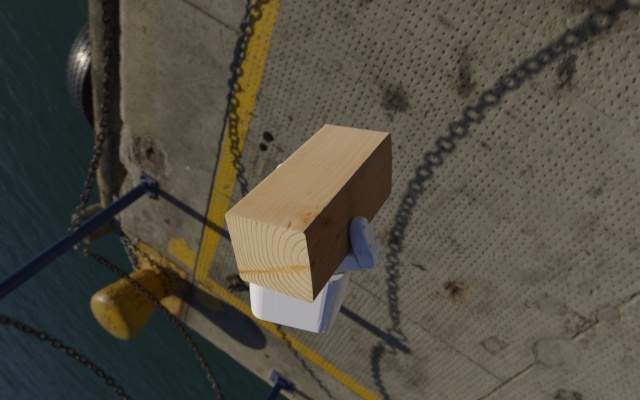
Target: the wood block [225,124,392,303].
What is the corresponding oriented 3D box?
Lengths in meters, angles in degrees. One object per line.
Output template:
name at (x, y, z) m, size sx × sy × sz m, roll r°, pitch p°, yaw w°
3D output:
wood block at (0.000, 0.002, 0.530) m, size 0.091 × 0.090 × 0.206 m, roll 13°, pitch 38°, yaw 25°
